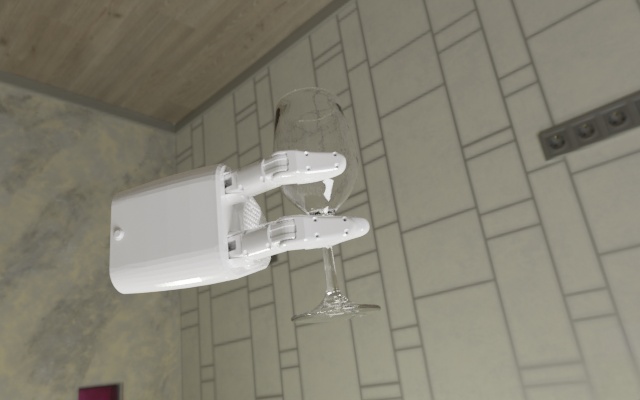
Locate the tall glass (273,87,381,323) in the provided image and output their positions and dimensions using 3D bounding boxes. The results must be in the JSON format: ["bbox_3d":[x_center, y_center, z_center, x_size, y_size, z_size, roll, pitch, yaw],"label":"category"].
[{"bbox_3d":[0.000,0.002,0.424,0.079,0.201,0.079,-6,-20,-2],"label":"tall glass"}]
